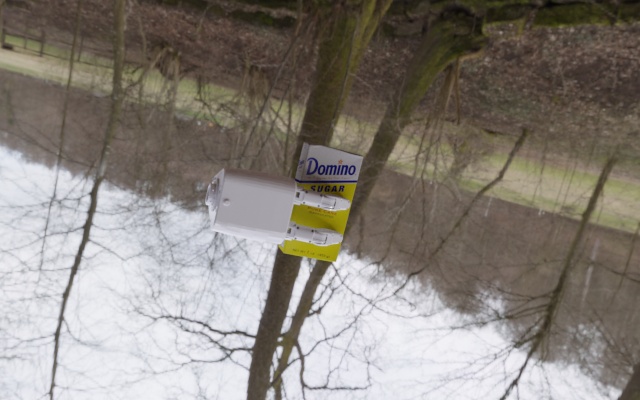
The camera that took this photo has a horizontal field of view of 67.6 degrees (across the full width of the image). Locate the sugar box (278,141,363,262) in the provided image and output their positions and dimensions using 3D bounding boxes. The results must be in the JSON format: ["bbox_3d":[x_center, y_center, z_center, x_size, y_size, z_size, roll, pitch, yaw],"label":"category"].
[{"bbox_3d":[0.000,0.003,0.758,0.093,0.176,0.048,12,8,-18],"label":"sugar box"}]
